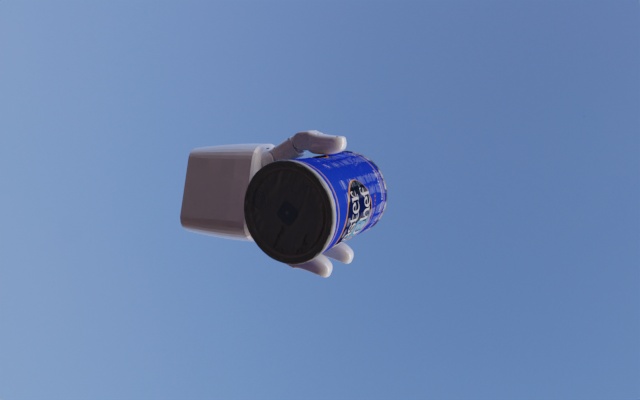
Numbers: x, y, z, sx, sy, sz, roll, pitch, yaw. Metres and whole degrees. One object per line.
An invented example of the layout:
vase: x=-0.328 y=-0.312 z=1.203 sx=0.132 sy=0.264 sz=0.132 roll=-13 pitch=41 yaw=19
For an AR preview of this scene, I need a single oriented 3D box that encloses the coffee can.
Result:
coffee can: x=0.000 y=0.002 z=0.519 sx=0.103 sy=0.103 sz=0.140 roll=0 pitch=9 yaw=29
